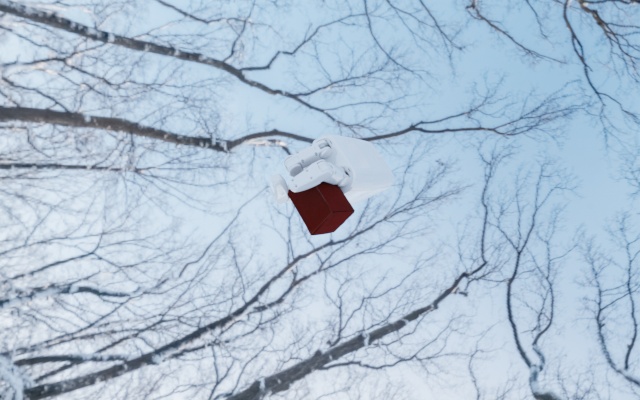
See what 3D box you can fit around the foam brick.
[{"bbox_3d":[0.000,0.002,0.670,0.051,0.078,0.053,0,-39,-49],"label":"foam brick"}]
